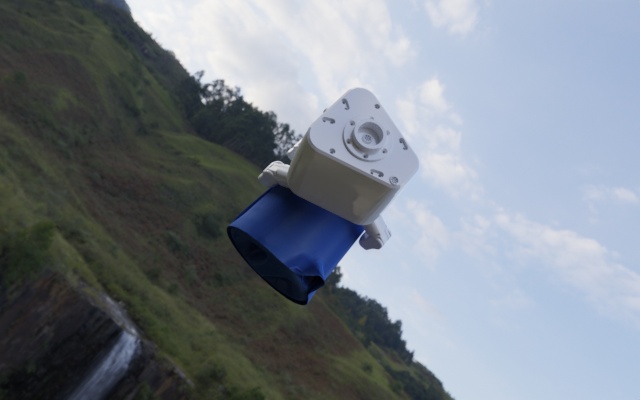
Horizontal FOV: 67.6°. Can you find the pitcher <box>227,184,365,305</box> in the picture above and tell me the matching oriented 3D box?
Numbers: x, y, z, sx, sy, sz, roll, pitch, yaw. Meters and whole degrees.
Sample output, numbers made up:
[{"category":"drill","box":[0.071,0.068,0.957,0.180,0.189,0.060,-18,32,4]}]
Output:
[{"category":"pitcher","box":[0.000,0.002,0.626,0.242,0.149,0.145,-46,-6,-23]}]
